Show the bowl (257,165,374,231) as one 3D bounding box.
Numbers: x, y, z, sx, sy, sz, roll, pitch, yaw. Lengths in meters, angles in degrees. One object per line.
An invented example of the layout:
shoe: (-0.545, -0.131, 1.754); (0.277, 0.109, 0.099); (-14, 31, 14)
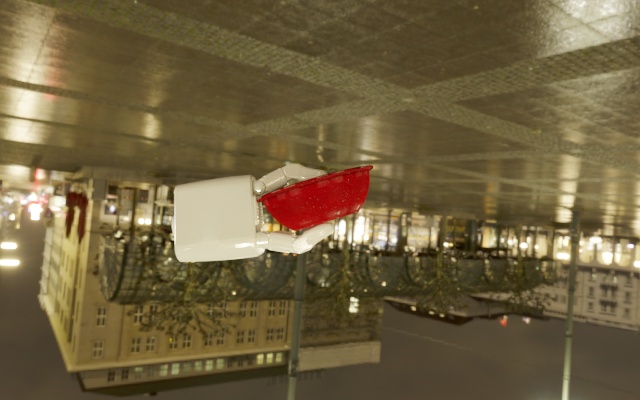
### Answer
bowl: (0.001, 0.002, 0.635); (0.162, 0.055, 0.162); (-17, -3, -1)
